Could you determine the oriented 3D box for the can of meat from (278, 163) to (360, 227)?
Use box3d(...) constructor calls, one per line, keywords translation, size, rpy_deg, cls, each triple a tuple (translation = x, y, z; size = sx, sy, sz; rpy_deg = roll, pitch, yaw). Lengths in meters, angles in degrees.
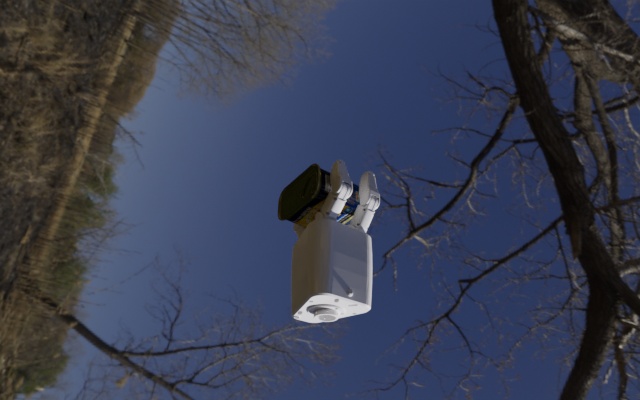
box3d(translation=(0.000, 0.002, 0.699), size=(0.084, 0.057, 0.102), rpy_deg=(23, -41, -30), cls="can of meat")
